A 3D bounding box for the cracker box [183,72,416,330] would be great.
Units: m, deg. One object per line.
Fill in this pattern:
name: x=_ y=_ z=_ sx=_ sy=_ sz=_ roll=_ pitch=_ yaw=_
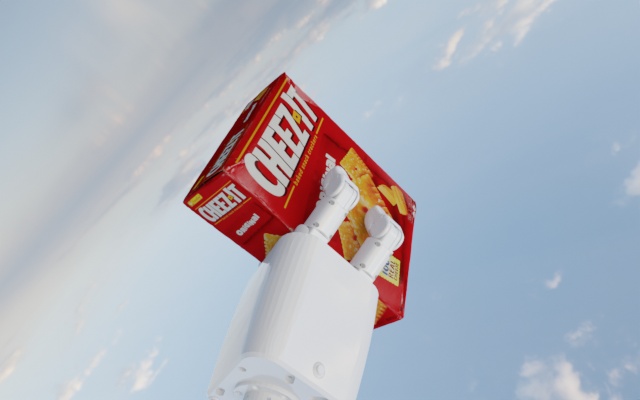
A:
cracker box: x=0.000 y=0.002 z=0.468 sx=0.214 sy=0.164 sz=0.072 roll=42 pitch=-50 yaw=-21
